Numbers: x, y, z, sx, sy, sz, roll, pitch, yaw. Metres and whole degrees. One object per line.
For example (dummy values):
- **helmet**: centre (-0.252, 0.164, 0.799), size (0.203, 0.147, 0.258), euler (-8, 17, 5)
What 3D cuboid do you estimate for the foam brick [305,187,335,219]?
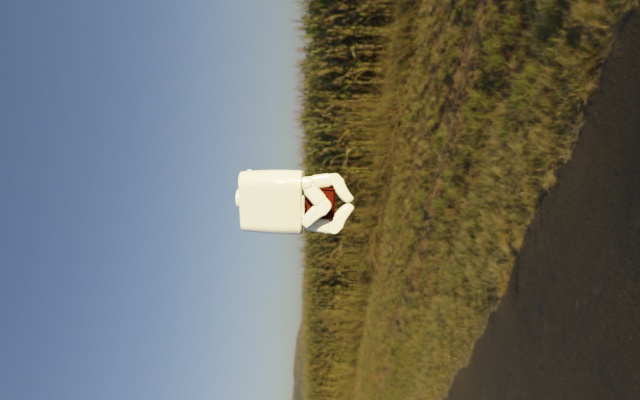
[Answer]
- **foam brick**: centre (0.000, 0.003, 0.854), size (0.051, 0.053, 0.078), euler (1, 3, 1)
